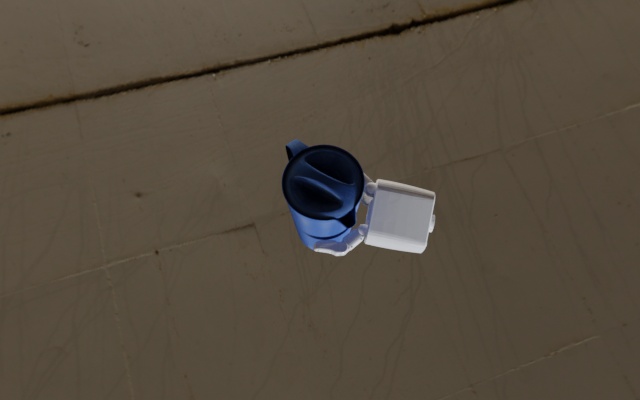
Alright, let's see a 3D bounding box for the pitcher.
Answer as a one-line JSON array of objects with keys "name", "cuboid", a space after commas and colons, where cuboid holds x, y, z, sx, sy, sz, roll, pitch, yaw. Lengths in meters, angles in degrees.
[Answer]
[{"name": "pitcher", "cuboid": [0.000, 0.003, 0.869, 0.145, 0.149, 0.243, 10, -21, 4]}]
